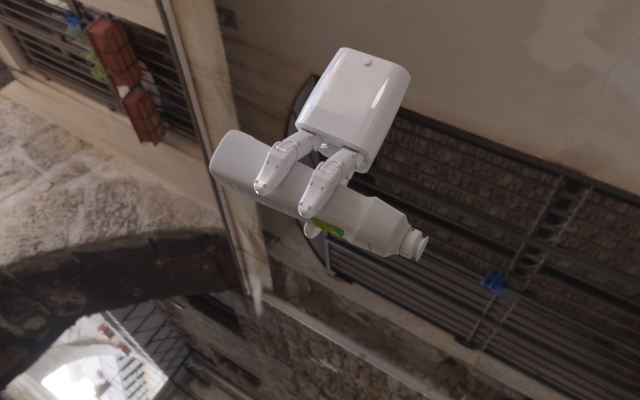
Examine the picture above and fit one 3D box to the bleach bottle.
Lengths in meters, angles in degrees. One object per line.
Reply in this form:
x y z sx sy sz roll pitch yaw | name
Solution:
0.000 0.002 0.538 0.251 0.068 0.102 25 -8 20 | bleach bottle
